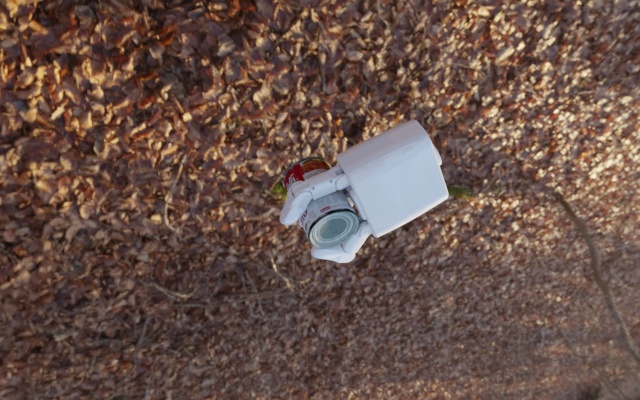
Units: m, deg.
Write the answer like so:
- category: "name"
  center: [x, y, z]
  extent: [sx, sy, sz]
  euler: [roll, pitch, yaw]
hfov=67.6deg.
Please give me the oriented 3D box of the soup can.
- category: "soup can"
  center: [0.000, 0.002, 0.607]
  extent: [0.068, 0.068, 0.102]
  euler: [0, 43, -28]
